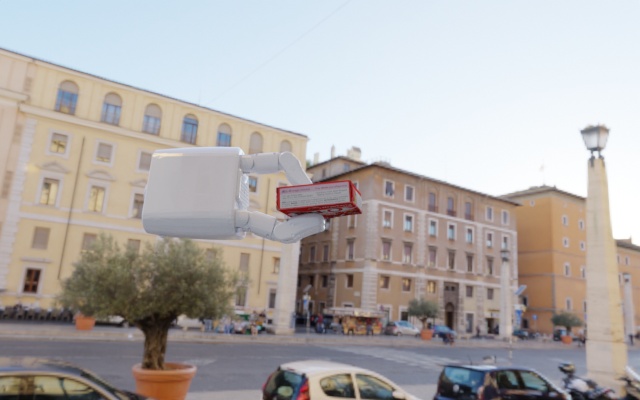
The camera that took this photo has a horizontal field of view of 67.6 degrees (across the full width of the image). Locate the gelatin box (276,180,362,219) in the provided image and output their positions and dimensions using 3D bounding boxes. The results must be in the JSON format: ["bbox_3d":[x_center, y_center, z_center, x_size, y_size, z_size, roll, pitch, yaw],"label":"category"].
[{"bbox_3d":[0.000,0.001,0.563,0.089,0.030,0.073,-6,-13,12],"label":"gelatin box"}]
